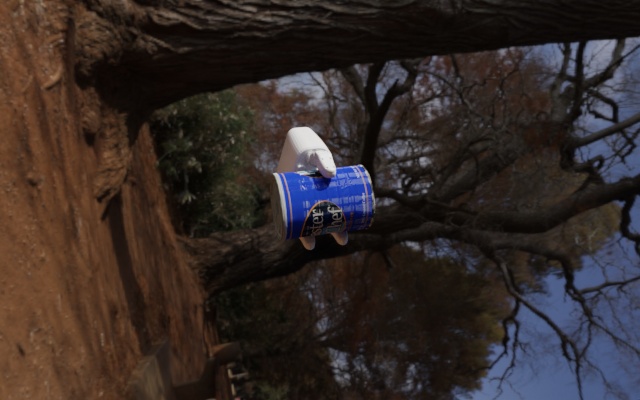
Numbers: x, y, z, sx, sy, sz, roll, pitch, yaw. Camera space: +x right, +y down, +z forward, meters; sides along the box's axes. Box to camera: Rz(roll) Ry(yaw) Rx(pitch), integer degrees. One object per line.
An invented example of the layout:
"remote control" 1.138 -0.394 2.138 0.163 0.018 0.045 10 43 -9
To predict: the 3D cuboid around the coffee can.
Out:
"coffee can" 0.000 0.002 0.735 0.140 0.103 0.103 -7 1 -14
